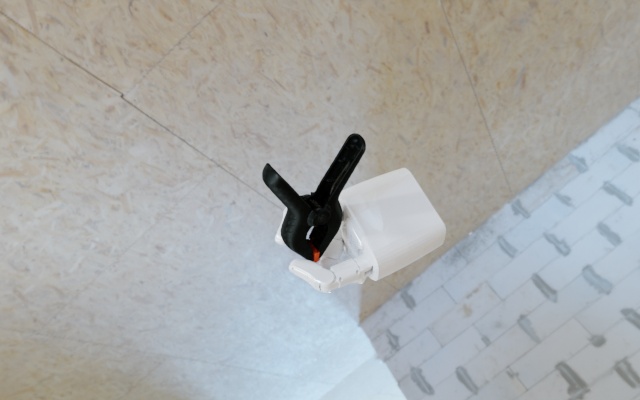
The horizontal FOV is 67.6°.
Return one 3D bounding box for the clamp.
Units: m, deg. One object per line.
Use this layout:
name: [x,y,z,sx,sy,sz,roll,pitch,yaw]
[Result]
clamp: [0.000,0.002,0.538,0.120,0.039,0.172,-23,-38,-15]
